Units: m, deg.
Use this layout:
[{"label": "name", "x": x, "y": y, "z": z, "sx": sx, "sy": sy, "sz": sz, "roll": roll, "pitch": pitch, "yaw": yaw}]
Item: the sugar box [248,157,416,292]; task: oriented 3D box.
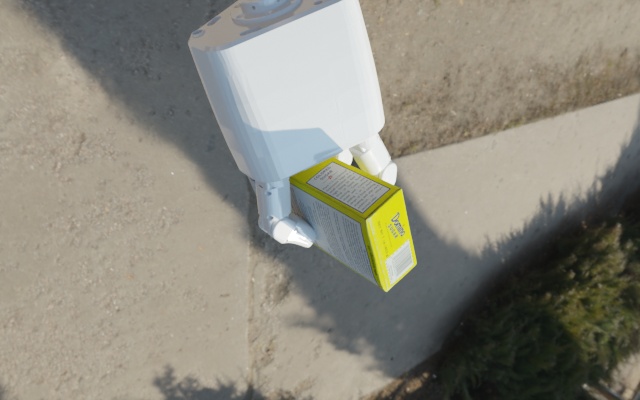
[{"label": "sugar box", "x": 0.001, "y": 0.001, "z": 0.427, "sx": 0.048, "sy": 0.093, "sz": 0.176, "roll": -38, "pitch": 45, "yaw": -20}]
